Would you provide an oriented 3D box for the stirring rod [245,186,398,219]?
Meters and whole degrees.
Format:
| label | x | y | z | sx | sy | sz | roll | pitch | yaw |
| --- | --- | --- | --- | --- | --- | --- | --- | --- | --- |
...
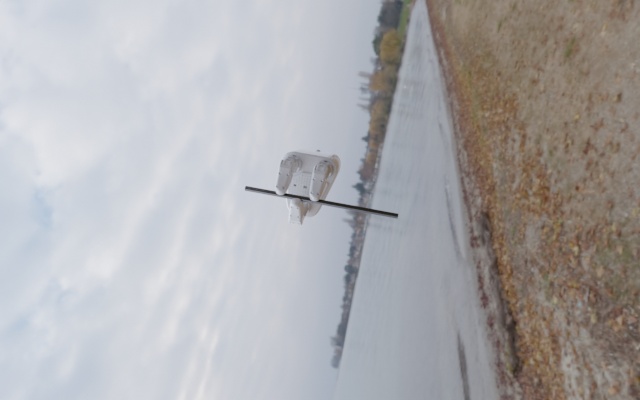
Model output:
| label | x | y | z | sx | sy | sz | roll | pitch | yaw |
| --- | --- | --- | --- | --- | --- | --- | --- | --- | --- |
| stirring rod | 0.000 | 0.002 | 0.738 | 0.239 | 0.011 | 0.011 | 10 | 1 | 5 |
